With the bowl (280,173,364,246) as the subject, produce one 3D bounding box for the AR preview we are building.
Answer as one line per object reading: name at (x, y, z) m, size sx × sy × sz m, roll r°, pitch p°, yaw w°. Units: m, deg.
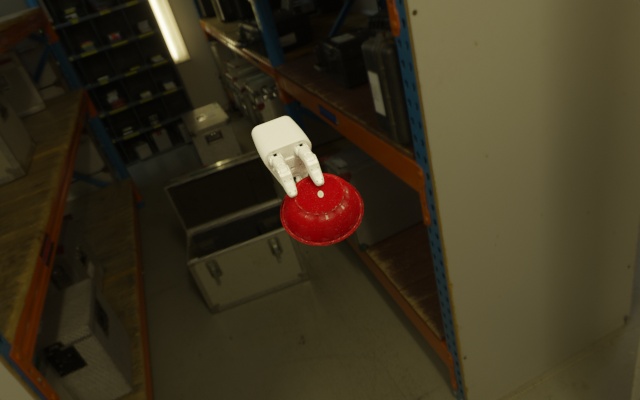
bowl at (0.001, 0.003, 0.897) m, size 0.162 × 0.162 × 0.055 m, roll 0°, pitch -35°, yaw 6°
